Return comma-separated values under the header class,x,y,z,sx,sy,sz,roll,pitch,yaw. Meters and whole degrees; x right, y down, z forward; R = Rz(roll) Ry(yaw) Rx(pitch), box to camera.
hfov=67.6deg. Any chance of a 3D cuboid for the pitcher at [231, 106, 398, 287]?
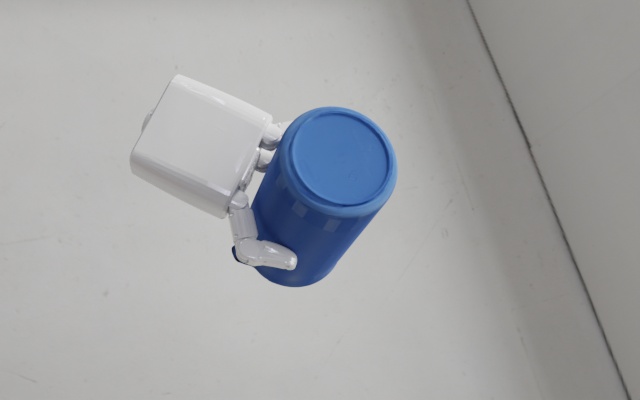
class,x,y,z,sx,sy,sz,roll,pitch,yaw
pitcher,0.000,0.002,0.516,0.145,0.149,0.243,25,-25,-4
